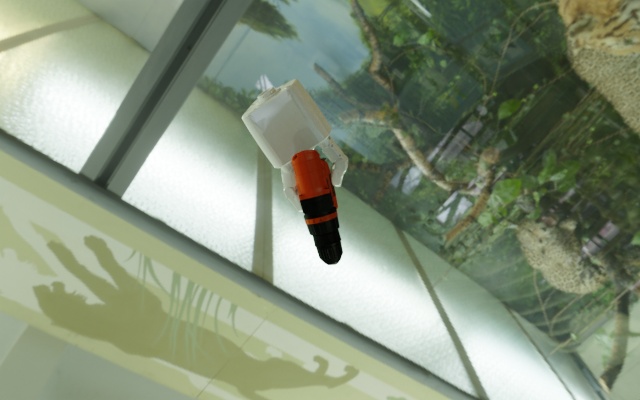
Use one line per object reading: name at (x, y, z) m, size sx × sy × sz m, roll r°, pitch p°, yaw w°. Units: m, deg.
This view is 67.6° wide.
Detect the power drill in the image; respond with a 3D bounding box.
power drill at (0.000, 0.002, 0.807) m, size 0.057 × 0.184 × 0.187 m, roll -13°, pitch 8°, yaw 2°
